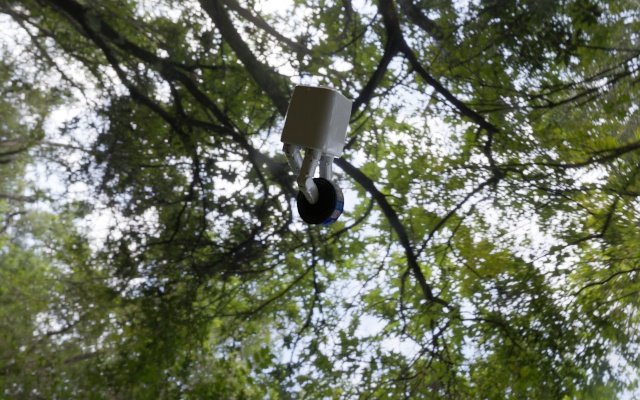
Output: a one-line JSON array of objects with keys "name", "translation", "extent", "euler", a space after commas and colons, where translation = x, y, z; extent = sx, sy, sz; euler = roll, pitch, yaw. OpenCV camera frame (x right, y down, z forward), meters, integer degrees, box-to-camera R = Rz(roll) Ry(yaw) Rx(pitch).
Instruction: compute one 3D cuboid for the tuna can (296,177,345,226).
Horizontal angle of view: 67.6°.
[{"name": "tuna can", "translation": [0.000, 0.003, 0.856], "extent": [0.086, 0.086, 0.034], "euler": [0, -8, 35]}]
